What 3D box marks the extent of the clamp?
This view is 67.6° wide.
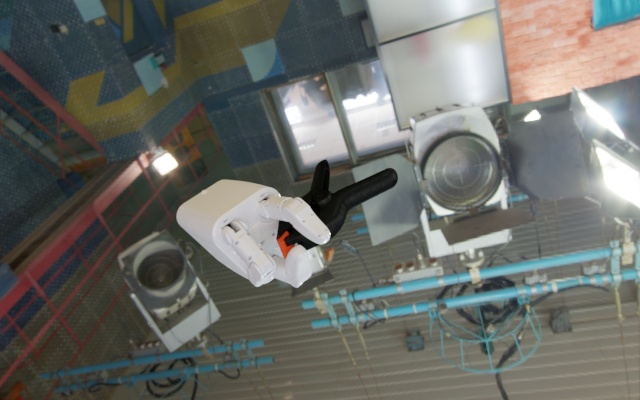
[{"bbox_3d":[0.000,0.003,0.581,0.171,0.039,0.120,-37,31,-29],"label":"clamp"}]
